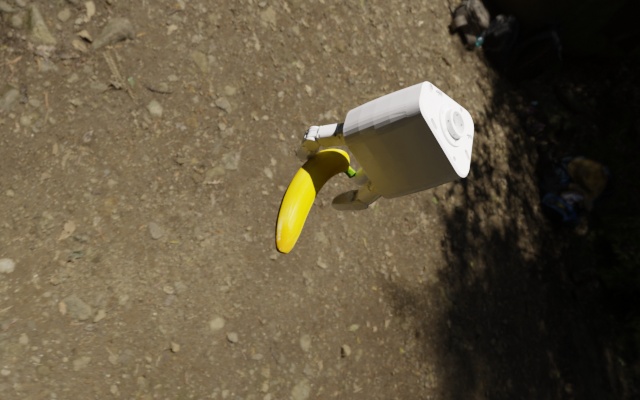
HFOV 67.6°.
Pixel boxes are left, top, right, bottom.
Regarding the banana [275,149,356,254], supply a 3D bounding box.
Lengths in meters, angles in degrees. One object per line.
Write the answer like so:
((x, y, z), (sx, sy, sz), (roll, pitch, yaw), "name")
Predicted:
((-0.007, -0.015, 0.609), (0.037, 0.070, 0.197), (-12, 24, 42), "banana")
